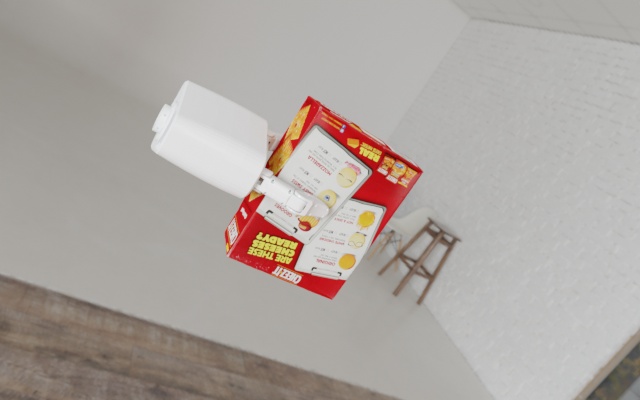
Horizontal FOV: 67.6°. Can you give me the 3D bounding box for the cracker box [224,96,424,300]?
[{"bbox_3d":[0.000,0.002,0.612,0.164,0.214,0.072,27,15,-24],"label":"cracker box"}]
